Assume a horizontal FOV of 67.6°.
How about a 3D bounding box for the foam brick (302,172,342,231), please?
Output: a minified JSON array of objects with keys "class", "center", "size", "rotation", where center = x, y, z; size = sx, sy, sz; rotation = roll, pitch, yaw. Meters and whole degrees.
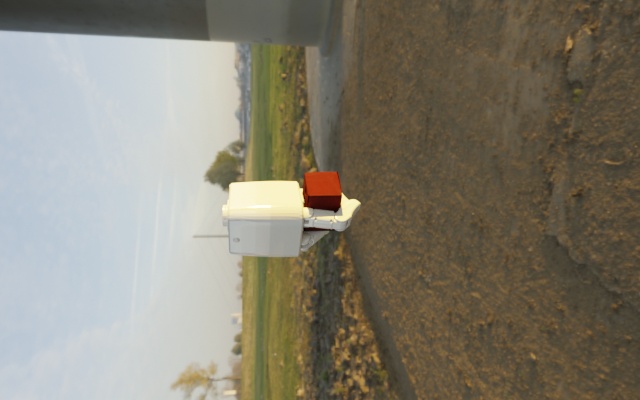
[{"class":"foam brick","center":[0.000,0.002,0.717],"size":[0.051,0.078,0.053],"rotation":[0,43,-9]}]
